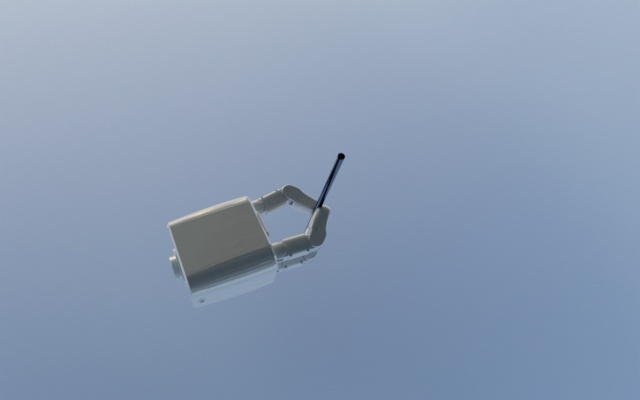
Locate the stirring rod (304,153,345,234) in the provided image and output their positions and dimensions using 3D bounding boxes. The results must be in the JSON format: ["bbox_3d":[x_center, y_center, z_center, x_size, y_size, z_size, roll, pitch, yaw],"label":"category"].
[{"bbox_3d":[0.000,0.002,0.597,0.011,0.011,0.240,0,-23,-11],"label":"stirring rod"}]
